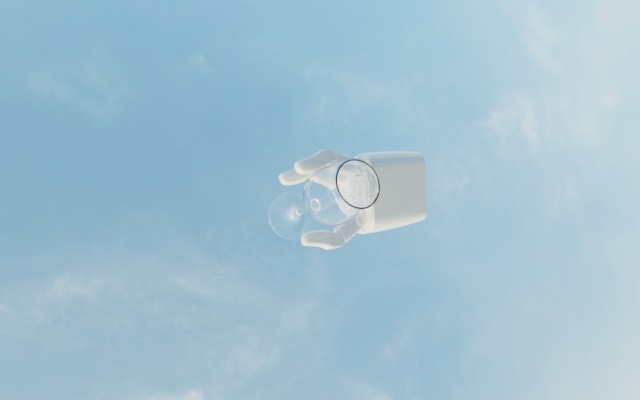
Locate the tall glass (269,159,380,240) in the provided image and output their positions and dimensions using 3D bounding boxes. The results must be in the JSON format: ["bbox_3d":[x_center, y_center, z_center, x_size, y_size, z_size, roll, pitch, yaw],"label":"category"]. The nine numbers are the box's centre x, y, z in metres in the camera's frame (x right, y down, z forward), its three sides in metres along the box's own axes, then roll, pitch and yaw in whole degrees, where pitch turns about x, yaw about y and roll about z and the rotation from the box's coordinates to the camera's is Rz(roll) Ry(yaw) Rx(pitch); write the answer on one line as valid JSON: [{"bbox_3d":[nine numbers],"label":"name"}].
[{"bbox_3d":[0.000,0.002,0.651,0.079,0.079,0.201,0,-13,-28],"label":"tall glass"}]
